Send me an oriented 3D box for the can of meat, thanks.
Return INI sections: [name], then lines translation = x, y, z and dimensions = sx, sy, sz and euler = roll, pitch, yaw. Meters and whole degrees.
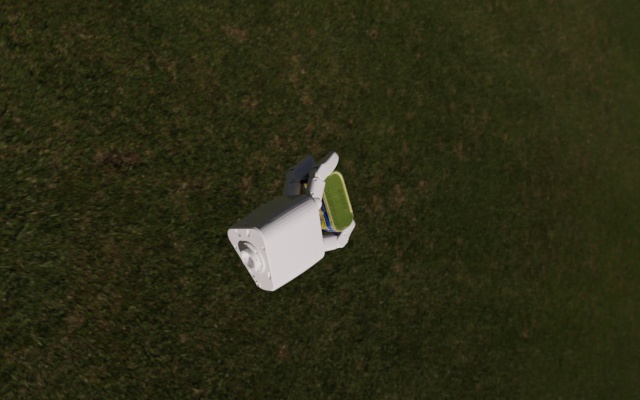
[can of meat]
translation = 0.000, 0.003, 0.785
dimensions = 0.057, 0.102, 0.084
euler = -27, 16, -39
